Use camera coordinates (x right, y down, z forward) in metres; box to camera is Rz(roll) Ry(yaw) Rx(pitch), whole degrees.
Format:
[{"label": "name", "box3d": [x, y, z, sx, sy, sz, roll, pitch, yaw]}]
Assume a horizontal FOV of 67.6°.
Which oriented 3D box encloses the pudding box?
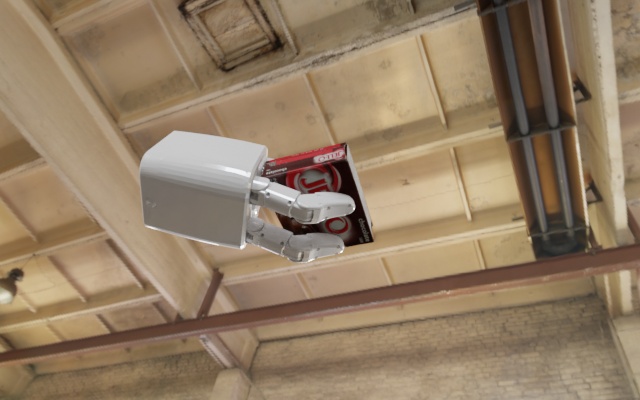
[{"label": "pudding box", "box3d": [0.000, 0.002, 0.500, 0.090, 0.114, 0.039, -12, 38, 14]}]
